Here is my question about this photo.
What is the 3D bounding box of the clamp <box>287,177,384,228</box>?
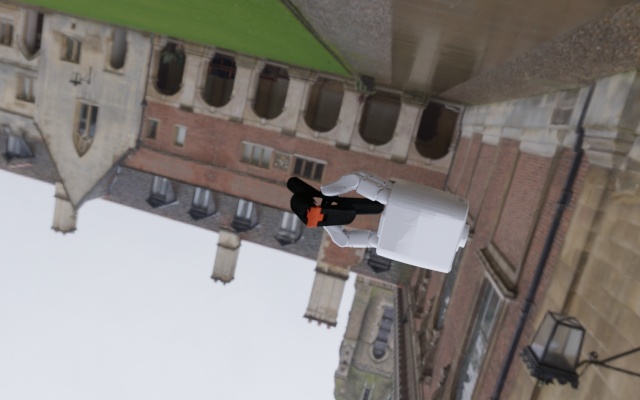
[{"bbox_3d":[0.000,0.003,0.709,0.164,0.036,0.210,16,12,14],"label":"clamp"}]
